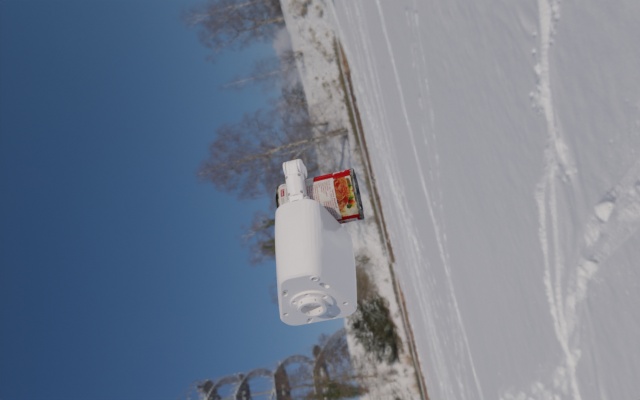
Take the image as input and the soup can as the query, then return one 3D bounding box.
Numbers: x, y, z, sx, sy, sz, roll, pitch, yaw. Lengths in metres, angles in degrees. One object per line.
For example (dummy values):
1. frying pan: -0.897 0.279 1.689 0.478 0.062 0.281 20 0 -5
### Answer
1. soup can: 0.000 0.002 0.620 0.102 0.068 0.068 -12 -2 9
